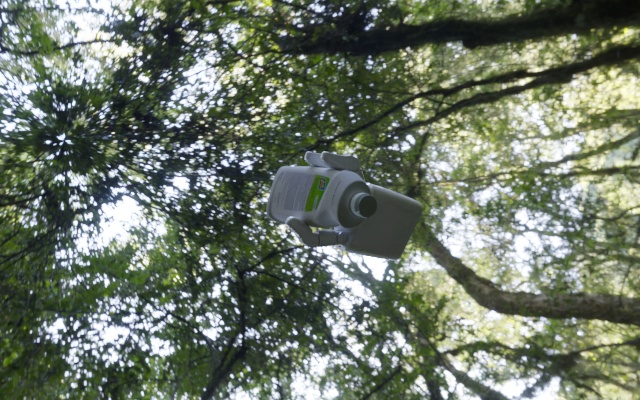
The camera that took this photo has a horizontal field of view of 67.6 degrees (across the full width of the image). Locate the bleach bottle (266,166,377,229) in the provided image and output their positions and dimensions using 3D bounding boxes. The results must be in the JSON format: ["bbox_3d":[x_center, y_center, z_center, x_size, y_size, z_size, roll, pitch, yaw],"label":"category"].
[{"bbox_3d":[0.000,0.002,0.711,0.068,0.102,0.251,14,0,-28],"label":"bleach bottle"}]
